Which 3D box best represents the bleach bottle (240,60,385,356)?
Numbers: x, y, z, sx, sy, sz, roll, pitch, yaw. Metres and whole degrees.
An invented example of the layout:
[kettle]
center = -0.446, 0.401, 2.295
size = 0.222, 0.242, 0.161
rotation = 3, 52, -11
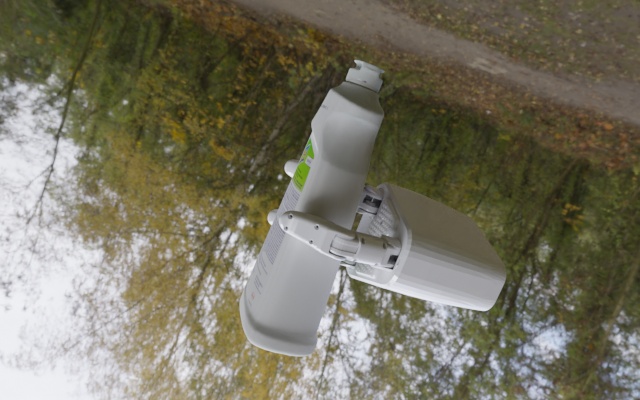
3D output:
[bleach bottle]
center = 0.000, 0.001, 0.424
size = 0.068, 0.251, 0.102
rotation = 18, 10, -19
